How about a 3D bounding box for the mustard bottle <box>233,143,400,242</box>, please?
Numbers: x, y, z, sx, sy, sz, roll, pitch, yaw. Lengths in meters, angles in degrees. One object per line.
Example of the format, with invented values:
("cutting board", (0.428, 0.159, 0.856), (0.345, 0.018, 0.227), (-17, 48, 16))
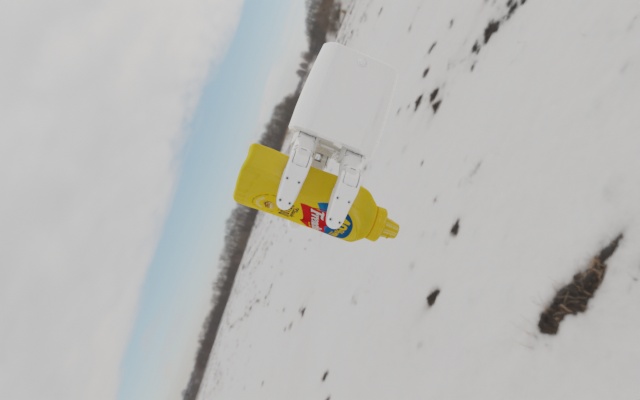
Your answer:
("mustard bottle", (0.000, 0.002, 0.545), (0.191, 0.058, 0.096), (21, -29, -7))
